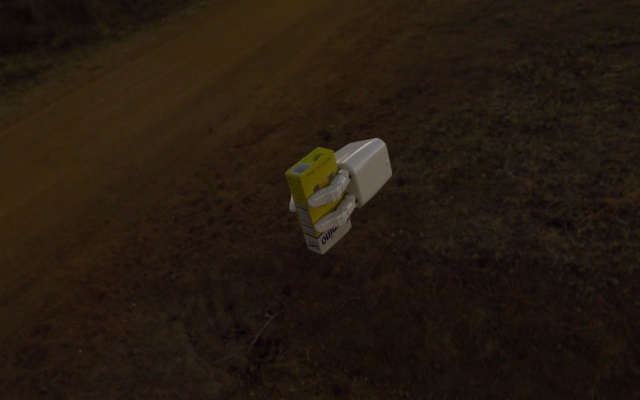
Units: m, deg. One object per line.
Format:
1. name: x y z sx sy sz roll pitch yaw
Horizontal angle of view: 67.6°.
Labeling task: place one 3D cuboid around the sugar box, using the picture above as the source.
1. sugar box: 0.001 0.003 0.869 0.048 0.176 0.093 16 45 42
